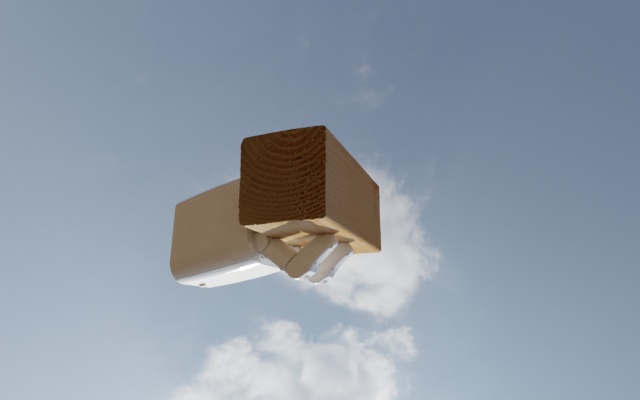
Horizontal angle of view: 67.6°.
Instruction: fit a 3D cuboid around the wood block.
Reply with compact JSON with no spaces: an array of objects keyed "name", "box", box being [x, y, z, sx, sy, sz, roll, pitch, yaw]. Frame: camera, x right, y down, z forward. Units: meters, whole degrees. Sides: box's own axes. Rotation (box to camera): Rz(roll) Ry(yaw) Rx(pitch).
[{"name":"wood block","box":[0.000,0.002,0.533,0.090,0.090,0.206,-6,-16,19]}]
